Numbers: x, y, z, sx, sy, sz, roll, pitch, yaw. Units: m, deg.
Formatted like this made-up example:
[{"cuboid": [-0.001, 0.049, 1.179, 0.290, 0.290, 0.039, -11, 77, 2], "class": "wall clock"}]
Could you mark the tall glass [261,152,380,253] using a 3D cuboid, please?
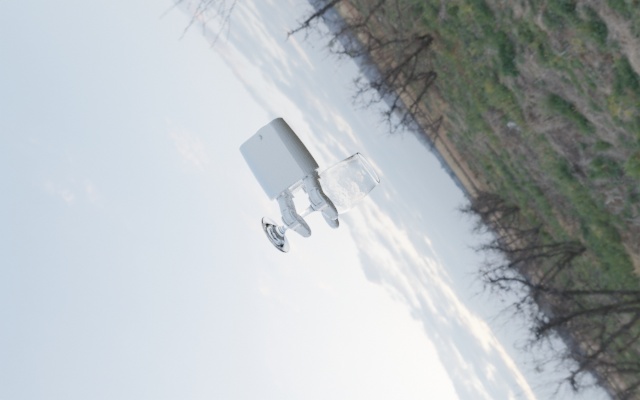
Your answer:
[{"cuboid": [0.000, 0.003, 0.796, 0.201, 0.079, 0.079, -36, -10, 14], "class": "tall glass"}]
